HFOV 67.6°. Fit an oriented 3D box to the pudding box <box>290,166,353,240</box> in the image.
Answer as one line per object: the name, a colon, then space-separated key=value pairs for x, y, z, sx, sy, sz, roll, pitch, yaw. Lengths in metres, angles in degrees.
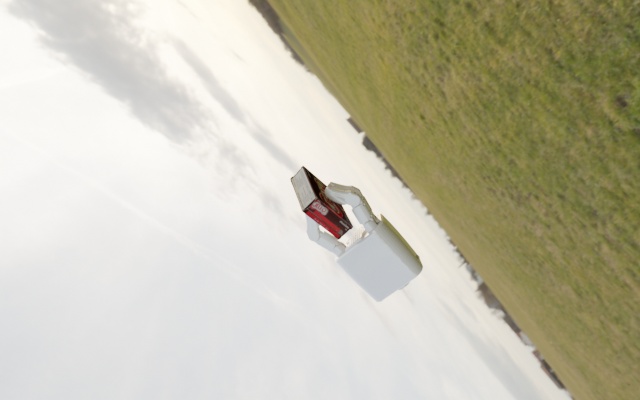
pudding box: x=0.000 y=0.003 z=0.794 sx=0.090 sy=0.039 sz=0.113 roll=41 pitch=12 yaw=-31
